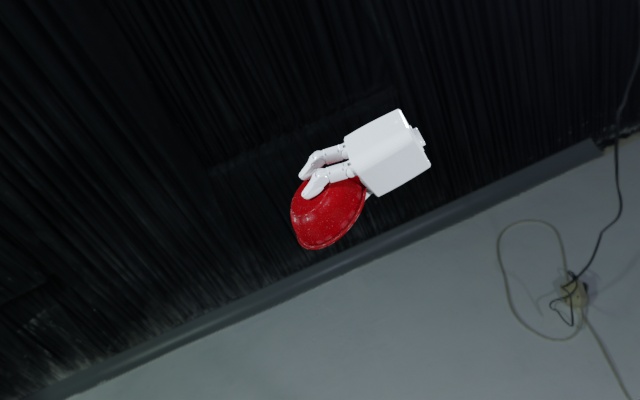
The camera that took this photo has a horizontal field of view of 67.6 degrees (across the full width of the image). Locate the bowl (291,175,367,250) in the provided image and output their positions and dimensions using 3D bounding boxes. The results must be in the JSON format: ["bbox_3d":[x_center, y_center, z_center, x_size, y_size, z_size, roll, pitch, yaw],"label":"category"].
[{"bbox_3d":[-0.001,0.003,0.827,0.055,0.162,0.162,39,-23,-31],"label":"bowl"}]
